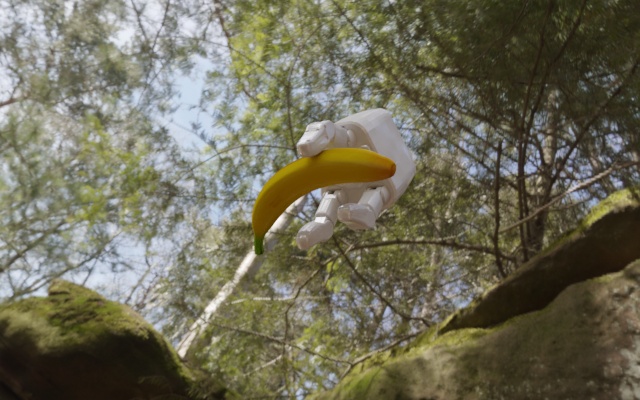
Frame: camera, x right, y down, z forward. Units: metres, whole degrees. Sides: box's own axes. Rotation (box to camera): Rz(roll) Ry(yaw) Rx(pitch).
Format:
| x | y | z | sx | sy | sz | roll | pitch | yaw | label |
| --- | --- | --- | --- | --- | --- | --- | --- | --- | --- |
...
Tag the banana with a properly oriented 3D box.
| x | y | z | sx | sy | sz | roll | pitch | yaw | label |
| --- | --- | --- | --- | --- | --- | --- | --- | --- | --- |
| -0.012 | -0.013 | 0.507 | 0.198 | 0.069 | 0.037 | -32 | -2 | 32 | banana |
